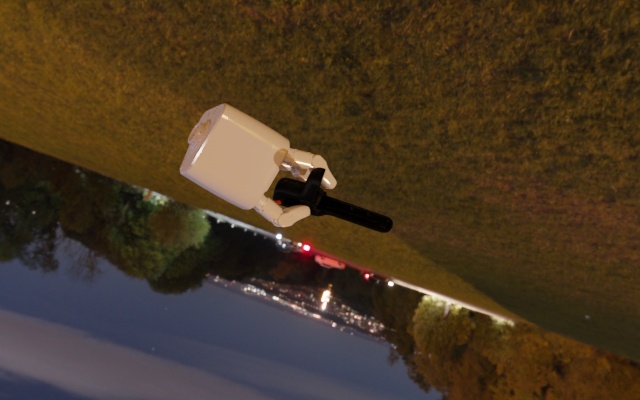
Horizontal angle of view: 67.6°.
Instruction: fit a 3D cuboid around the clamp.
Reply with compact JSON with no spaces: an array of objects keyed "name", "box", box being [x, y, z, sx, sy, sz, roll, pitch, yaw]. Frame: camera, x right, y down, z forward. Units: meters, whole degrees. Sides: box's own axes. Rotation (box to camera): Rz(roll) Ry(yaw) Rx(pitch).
[{"name":"clamp","box":[-0.001,0.003,0.733,0.164,0.036,0.210,34,-18,-29]}]
